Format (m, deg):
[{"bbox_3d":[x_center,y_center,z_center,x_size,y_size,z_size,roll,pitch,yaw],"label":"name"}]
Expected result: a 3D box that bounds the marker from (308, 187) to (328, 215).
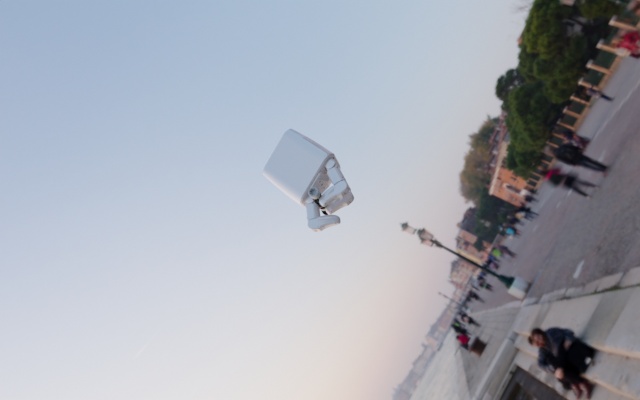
[{"bbox_3d":[0.000,0.003,0.893,0.020,0.020,0.121,0,-18,13],"label":"marker"}]
